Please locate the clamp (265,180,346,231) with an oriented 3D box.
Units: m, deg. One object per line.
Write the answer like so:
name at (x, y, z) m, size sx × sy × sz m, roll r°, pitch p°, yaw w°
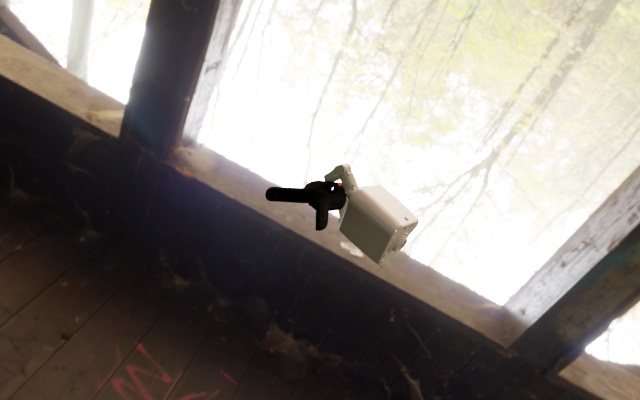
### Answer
clamp at (0.000, 0.003, 0.828) m, size 0.120 × 0.039 × 0.171 m, roll 41°, pitch 34°, yaw 26°
